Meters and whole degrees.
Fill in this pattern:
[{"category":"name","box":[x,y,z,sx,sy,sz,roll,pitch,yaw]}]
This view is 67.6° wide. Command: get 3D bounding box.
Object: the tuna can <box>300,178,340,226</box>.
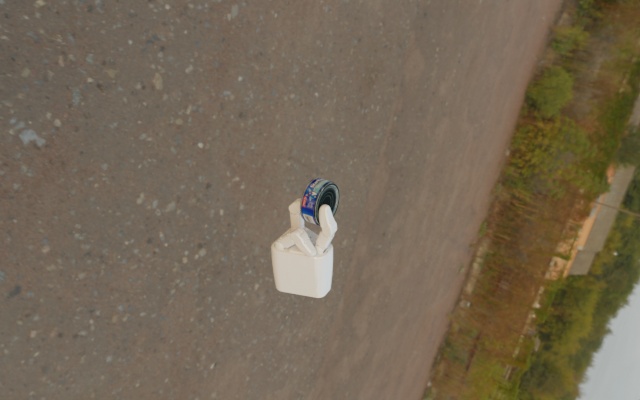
[{"category":"tuna can","box":[0.001,0.003,0.883,0.033,0.086,0.086,17,9,30]}]
